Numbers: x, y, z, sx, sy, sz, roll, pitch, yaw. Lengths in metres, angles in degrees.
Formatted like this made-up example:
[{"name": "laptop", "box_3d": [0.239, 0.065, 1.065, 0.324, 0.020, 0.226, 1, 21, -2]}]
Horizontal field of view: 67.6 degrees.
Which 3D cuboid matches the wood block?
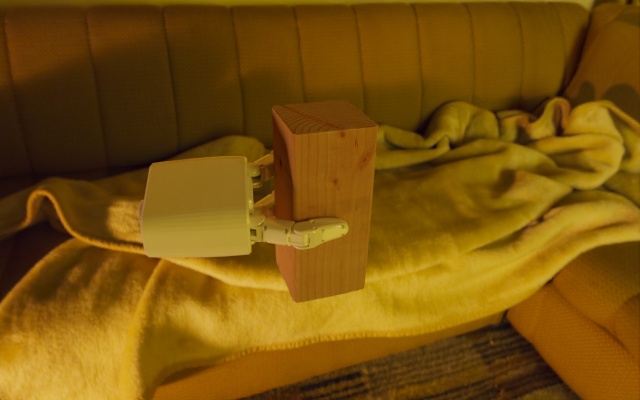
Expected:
[{"name": "wood block", "box_3d": [0.000, 0.002, 0.543, 0.090, 0.206, 0.090, -8, 31, -17]}]
